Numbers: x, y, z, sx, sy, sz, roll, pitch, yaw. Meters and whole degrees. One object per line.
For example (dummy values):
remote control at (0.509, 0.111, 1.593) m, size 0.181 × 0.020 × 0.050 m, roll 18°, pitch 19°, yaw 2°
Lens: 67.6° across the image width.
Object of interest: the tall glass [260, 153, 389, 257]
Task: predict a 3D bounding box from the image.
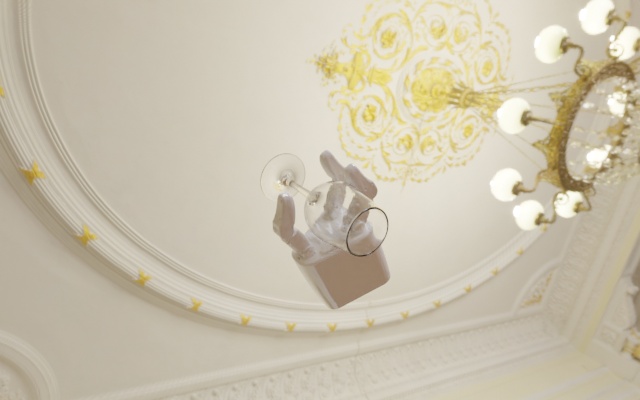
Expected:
tall glass at (0.000, 0.002, 0.619) m, size 0.079 × 0.079 × 0.201 m, roll 0°, pitch 20°, yaw -35°
